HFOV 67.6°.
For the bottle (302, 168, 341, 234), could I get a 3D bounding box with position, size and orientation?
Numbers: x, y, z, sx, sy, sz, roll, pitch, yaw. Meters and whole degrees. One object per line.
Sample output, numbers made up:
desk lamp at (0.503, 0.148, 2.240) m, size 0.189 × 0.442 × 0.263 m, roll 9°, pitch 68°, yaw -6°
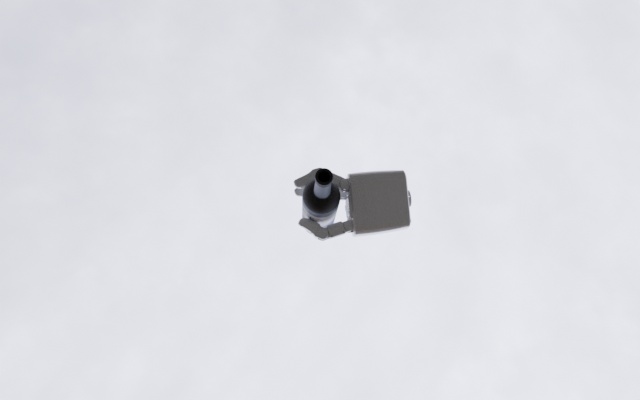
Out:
bottle at (0.000, 0.003, 0.859) m, size 0.069 × 0.069 × 0.296 m, roll 0°, pitch -15°, yaw -2°
